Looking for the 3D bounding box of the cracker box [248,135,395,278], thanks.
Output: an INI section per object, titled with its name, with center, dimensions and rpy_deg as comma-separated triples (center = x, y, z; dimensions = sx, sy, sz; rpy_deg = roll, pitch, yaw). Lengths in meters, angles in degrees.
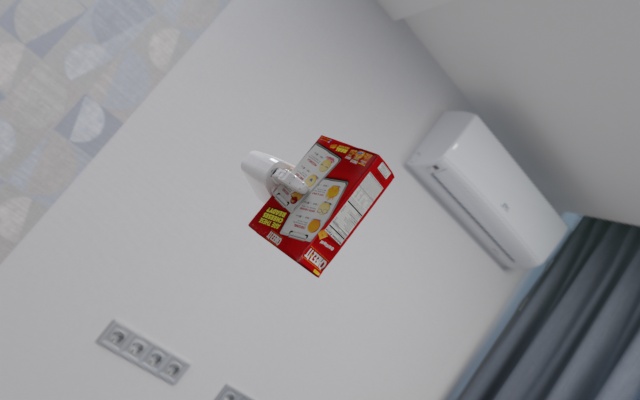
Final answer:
[cracker box]
center = 0.000, 0.002, 0.813
dimensions = 0.164, 0.213, 0.072
rpy_deg = 28, -13, 50
